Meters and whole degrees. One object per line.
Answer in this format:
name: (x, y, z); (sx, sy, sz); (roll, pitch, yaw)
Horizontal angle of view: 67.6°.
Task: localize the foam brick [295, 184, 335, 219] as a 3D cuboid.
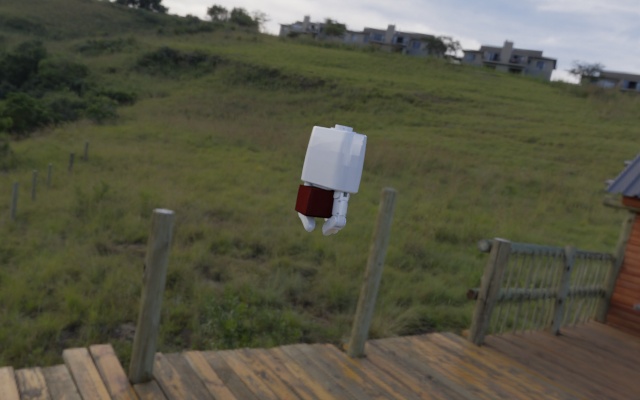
foam brick: (0.000, 0.003, 0.881); (0.078, 0.051, 0.053); (7, 8, -29)
